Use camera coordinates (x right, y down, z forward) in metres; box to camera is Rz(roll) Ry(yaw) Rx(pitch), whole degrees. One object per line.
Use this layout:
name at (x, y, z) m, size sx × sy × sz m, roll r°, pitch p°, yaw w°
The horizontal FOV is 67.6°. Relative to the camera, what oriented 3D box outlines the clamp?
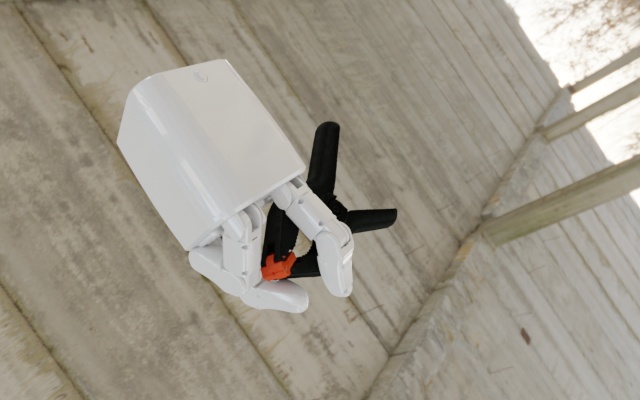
clamp at (0.000, 0.002, 0.417) m, size 0.039 × 0.120 × 0.171 m, roll -33°, pitch 2°, yaw 40°
